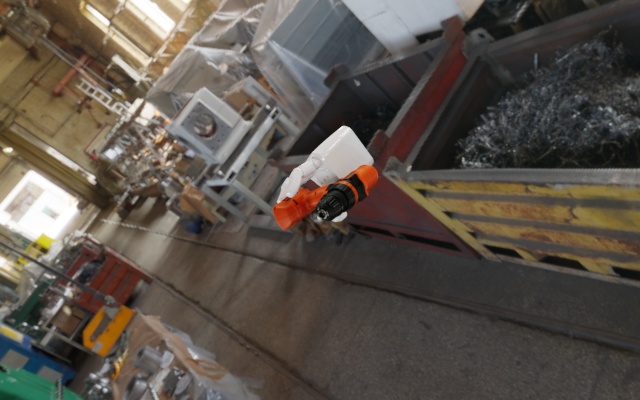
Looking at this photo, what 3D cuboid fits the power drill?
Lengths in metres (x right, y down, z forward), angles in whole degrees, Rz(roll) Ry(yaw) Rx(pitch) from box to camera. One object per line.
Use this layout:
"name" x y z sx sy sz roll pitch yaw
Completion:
"power drill" 0.000 0.003 0.898 0.188 0.057 0.184 -17 13 40
